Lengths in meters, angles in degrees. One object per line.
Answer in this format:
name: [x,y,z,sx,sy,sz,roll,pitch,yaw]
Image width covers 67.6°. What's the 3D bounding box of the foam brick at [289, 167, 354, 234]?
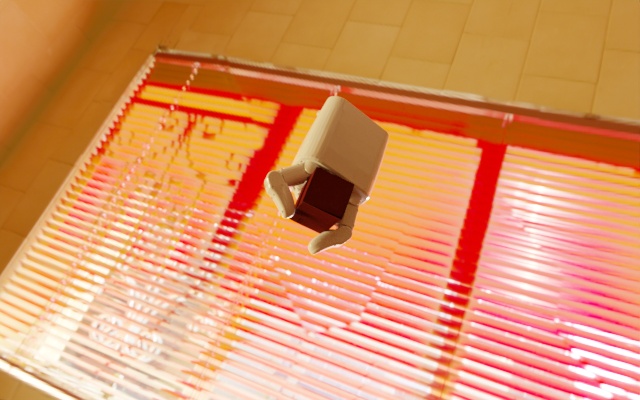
foam brick: [0.000,0.002,0.597,0.053,0.051,0.078,26,-23,-8]
